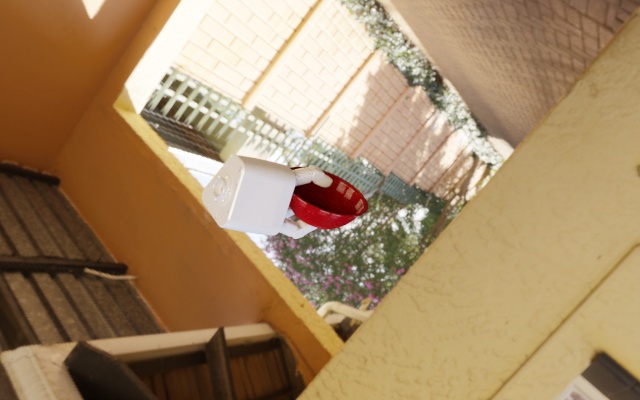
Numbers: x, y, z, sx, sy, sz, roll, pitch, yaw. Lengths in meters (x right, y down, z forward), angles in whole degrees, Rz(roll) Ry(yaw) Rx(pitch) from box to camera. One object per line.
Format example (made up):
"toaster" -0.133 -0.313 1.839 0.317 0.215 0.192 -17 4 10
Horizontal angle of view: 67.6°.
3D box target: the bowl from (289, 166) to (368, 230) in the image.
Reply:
"bowl" 0.001 0.003 0.846 0.162 0.055 0.162 18 26 -9
